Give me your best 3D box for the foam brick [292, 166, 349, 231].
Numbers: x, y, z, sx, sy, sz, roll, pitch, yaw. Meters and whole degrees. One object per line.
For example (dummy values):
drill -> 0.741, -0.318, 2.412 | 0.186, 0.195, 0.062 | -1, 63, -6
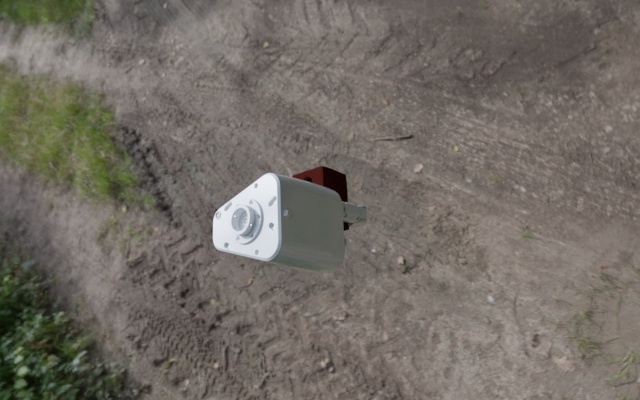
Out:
foam brick -> 0.000, 0.002, 0.613 | 0.053, 0.078, 0.051 | -15, -21, 37
